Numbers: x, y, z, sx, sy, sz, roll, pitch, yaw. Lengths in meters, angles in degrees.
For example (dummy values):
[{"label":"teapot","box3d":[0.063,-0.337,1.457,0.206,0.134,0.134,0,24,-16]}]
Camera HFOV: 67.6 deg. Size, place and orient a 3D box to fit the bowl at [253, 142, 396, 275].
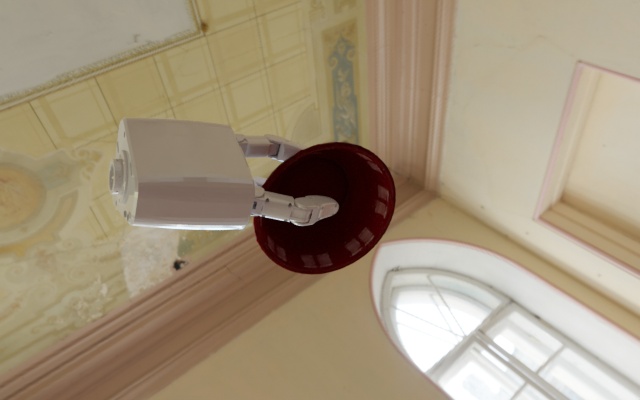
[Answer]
[{"label":"bowl","box3d":[0.001,0.002,0.535,0.162,0.162,0.055,0,27,-20]}]
